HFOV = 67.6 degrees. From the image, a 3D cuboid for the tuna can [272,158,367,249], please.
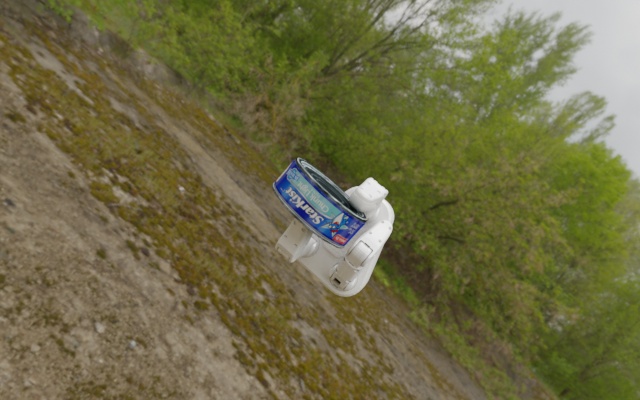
[{"bbox_3d":[0.000,0.001,0.424,0.086,0.034,0.086,40,9,-8],"label":"tuna can"}]
